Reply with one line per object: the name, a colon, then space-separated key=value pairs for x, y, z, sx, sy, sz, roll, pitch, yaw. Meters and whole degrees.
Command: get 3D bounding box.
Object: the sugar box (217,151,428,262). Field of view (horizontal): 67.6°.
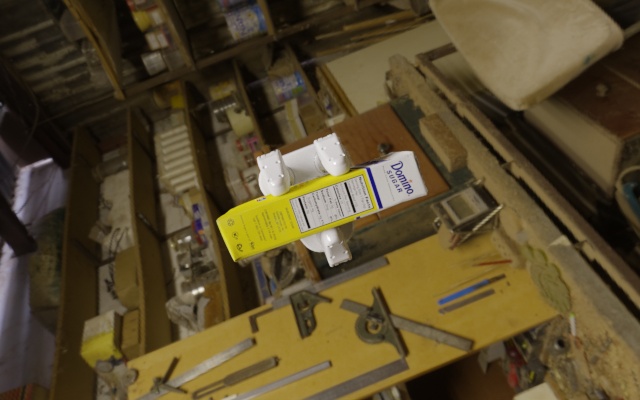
sugar box: x=0.000 y=0.001 z=0.442 sx=0.176 sy=0.048 sz=0.093 roll=-22 pitch=6 yaw=-2
